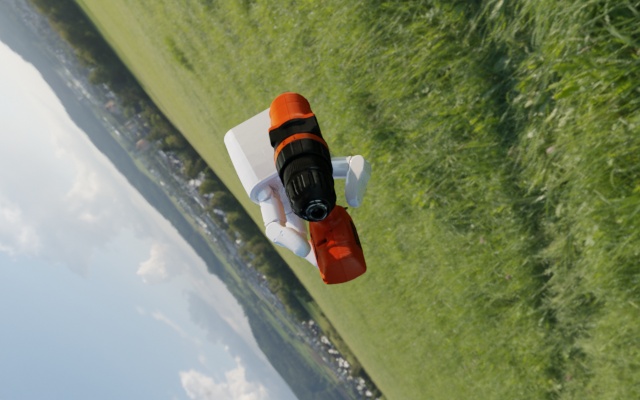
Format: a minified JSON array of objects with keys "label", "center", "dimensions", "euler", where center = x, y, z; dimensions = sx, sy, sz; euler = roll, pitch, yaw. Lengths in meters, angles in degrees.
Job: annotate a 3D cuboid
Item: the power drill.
[{"label":"power drill","center":[0.000,0.002,0.497],"dimensions":[0.057,0.188,0.184],"euler":[-16,40,3]}]
